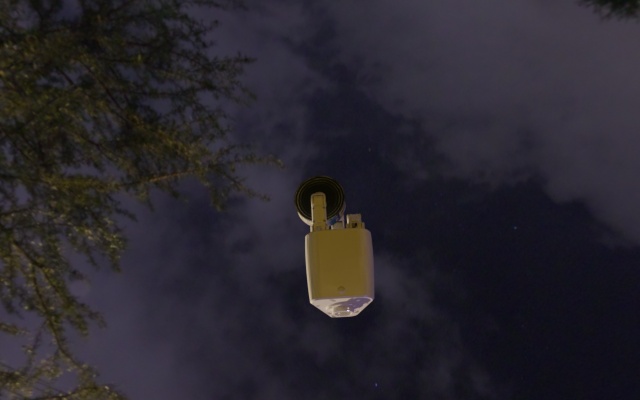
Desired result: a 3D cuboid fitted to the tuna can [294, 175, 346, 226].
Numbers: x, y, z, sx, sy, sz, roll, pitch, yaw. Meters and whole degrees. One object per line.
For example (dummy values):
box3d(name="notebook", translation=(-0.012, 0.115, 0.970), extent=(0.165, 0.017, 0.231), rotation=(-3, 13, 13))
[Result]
box3d(name="tuna can", translation=(0.000, 0.003, 0.810), extent=(0.086, 0.086, 0.034), rotation=(0, -25, 7))
